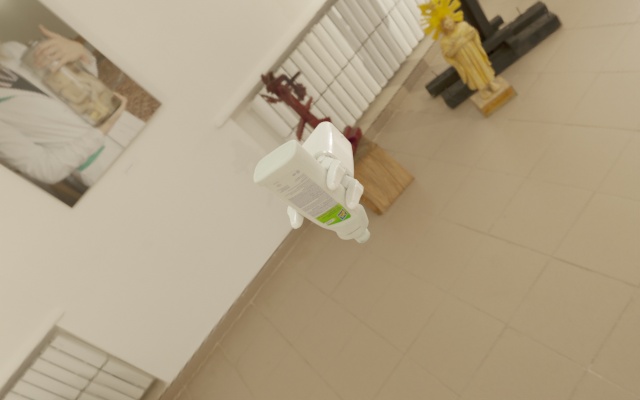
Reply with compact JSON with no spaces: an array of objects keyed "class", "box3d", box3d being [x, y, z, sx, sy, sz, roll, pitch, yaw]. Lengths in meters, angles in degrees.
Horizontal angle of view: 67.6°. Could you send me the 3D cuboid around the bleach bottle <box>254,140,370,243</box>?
[{"class":"bleach bottle","box3d":[0.000,0.003,0.878,0.102,0.068,0.251,-30,-55,26]}]
